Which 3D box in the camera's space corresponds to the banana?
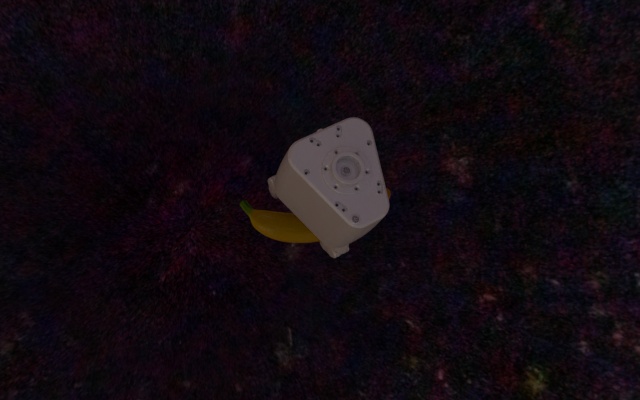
[{"bbox_3d":[-0.001,0.019,0.605,0.198,0.069,0.037,-4,-25,-8],"label":"banana"}]
